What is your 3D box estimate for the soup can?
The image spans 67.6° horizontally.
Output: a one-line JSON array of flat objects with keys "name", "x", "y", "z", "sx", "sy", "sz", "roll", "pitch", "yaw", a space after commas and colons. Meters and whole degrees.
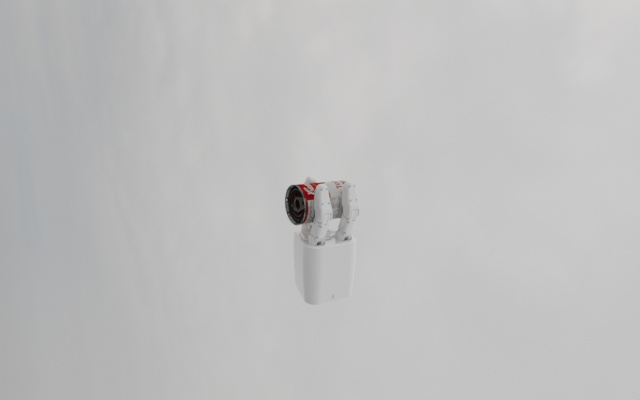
[{"name": "soup can", "x": 0.000, "y": 0.002, "z": 0.810, "sx": 0.102, "sy": 0.068, "sz": 0.068, "roll": -7, "pitch": 3, "yaw": -31}]
